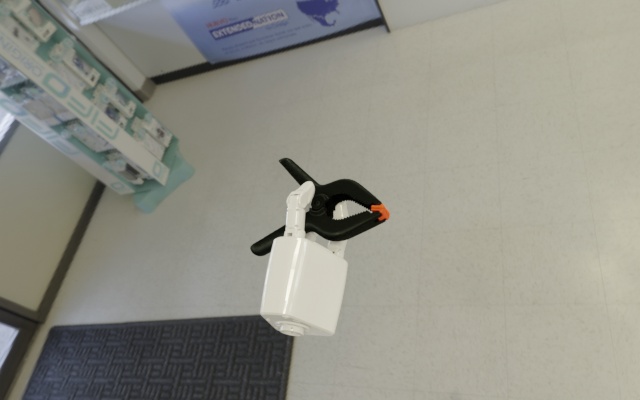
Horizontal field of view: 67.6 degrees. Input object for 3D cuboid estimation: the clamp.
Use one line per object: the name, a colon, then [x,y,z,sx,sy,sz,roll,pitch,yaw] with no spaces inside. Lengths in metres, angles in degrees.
clamp: [0.000,0.002,0.702,0.210,0.164,0.036,-4,-26,27]
